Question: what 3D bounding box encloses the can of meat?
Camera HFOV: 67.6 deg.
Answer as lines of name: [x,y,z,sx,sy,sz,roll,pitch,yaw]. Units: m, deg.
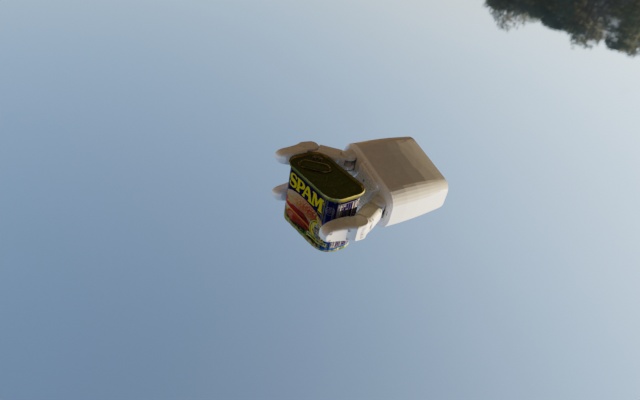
can of meat: [0.000,0.002,0.587,0.057,0.084,0.102,-16,43,-34]
